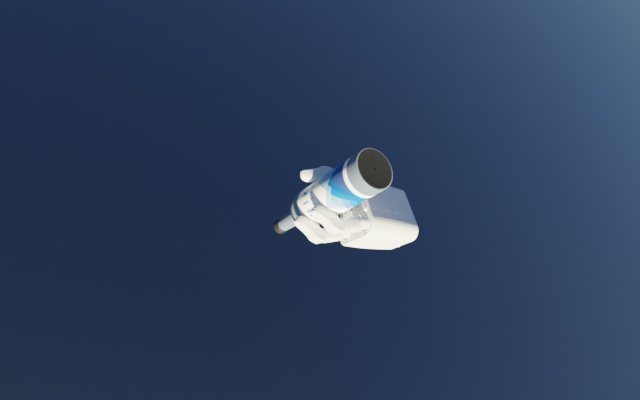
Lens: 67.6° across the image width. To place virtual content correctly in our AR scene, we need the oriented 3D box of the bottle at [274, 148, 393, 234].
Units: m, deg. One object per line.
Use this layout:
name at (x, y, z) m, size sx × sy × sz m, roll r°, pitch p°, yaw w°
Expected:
bottle at (0.000, 0.002, 0.796) m, size 0.069 × 0.069 × 0.296 m, roll 0°, pitch -19°, yaw -34°
